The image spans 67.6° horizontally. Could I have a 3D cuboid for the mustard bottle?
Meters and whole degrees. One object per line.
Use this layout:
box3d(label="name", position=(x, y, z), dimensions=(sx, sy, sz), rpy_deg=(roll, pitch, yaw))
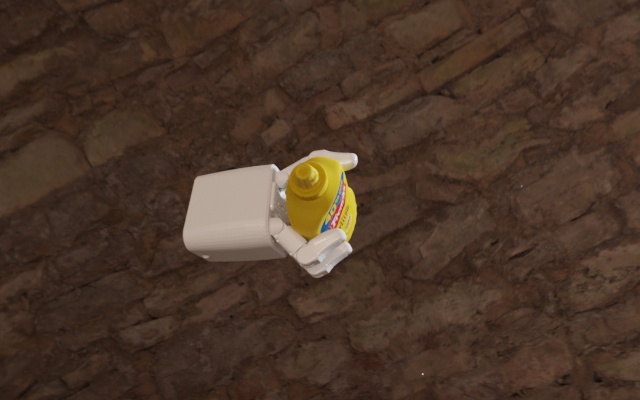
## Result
box3d(label="mustard bottle", position=(0.000, 0.002, 0.566), dimensions=(0.058, 0.096, 0.192), rpy_deg=(18, -15, 17))
